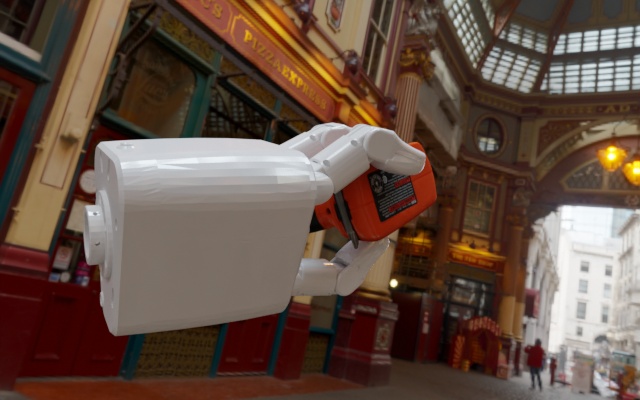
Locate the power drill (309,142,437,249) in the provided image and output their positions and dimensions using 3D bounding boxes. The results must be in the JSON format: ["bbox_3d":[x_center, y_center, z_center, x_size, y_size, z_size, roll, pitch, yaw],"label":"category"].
[{"bbox_3d":[0.000,0.001,0.414,0.188,0.057,0.184,-14,9,42],"label":"power drill"}]
